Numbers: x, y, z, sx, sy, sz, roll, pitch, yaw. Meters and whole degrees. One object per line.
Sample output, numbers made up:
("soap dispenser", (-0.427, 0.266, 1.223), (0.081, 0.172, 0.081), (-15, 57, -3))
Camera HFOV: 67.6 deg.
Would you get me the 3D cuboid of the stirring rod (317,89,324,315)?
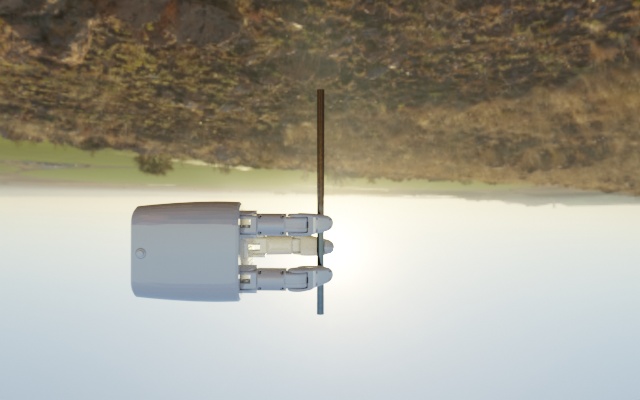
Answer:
("stirring rod", (0.000, 0.002, 0.512), (0.011, 0.239, 0.011), (0, 0, 0))
